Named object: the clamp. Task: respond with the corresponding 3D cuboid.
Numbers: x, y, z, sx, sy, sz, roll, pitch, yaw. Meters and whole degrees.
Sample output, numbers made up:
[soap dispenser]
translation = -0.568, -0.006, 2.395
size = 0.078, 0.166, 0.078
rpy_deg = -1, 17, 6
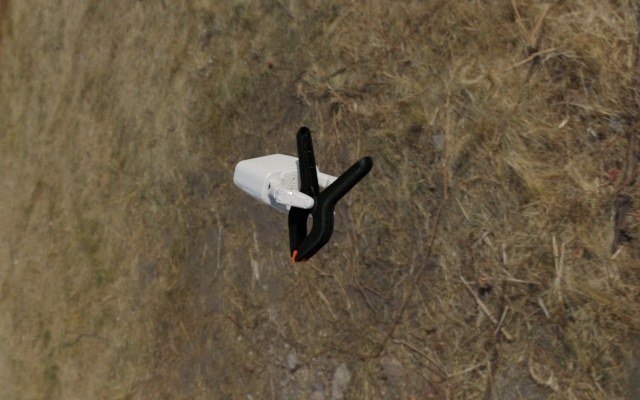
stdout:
[clamp]
translation = -0.001, 0.003, 0.728
size = 0.036, 0.210, 0.164
rpy_deg = 3, 13, -41
